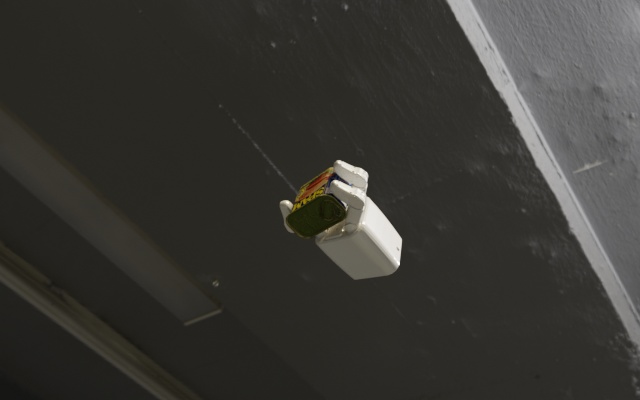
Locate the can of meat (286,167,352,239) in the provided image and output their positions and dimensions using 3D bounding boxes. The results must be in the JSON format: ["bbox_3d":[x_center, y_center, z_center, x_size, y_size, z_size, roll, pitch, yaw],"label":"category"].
[{"bbox_3d":[0.000,0.002,0.780,0.102,0.057,0.084,-31,24,32],"label":"can of meat"}]
